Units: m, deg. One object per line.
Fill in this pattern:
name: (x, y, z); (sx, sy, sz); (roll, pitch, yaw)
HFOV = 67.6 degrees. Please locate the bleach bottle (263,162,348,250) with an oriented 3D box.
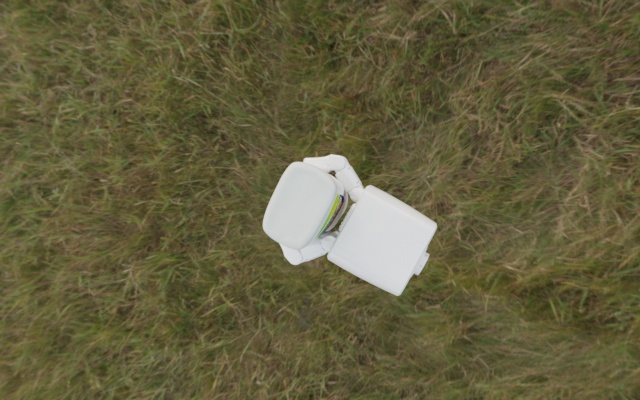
bleach bottle: (0.000, 0.002, 0.662); (0.068, 0.102, 0.251); (29, 9, 10)
